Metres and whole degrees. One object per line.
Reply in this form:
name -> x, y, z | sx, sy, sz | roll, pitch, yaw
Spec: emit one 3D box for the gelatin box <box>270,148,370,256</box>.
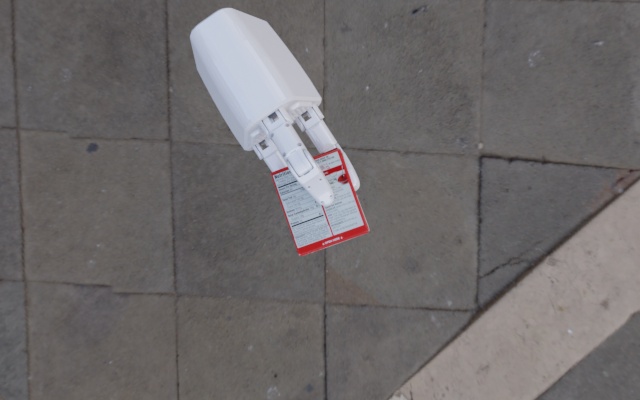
gelatin box -> 0.000, 0.002, 0.473 | 0.073, 0.089, 0.030 | -20, -5, 5
